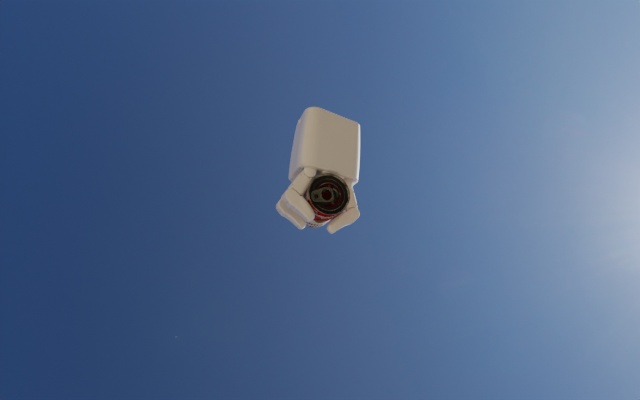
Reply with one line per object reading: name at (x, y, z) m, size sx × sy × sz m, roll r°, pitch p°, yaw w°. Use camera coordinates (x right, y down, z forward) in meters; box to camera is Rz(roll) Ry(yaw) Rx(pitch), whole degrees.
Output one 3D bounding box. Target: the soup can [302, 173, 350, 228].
soup can at (0.000, 0.003, 0.786) m, size 0.068 × 0.068 × 0.102 m, roll 0°, pitch -15°, yaw -17°
